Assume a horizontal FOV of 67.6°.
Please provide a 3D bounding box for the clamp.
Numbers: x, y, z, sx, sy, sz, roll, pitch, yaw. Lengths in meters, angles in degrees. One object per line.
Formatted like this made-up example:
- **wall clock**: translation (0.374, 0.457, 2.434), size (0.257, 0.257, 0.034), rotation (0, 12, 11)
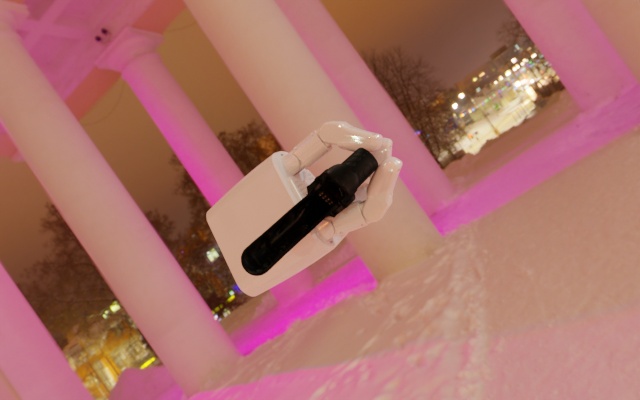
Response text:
- **clamp**: translation (0.000, 0.001, 0.406), size (0.120, 0.039, 0.171), rotation (-36, -1, 21)
